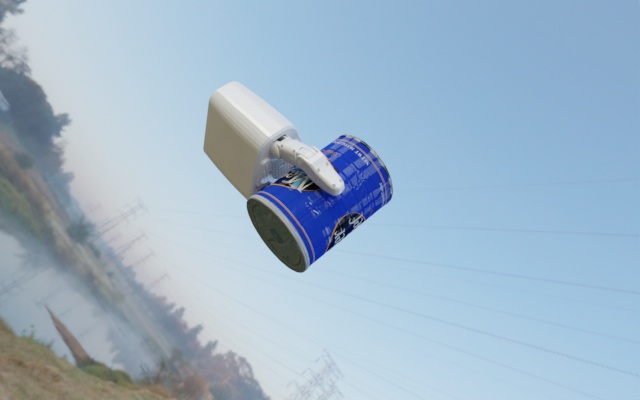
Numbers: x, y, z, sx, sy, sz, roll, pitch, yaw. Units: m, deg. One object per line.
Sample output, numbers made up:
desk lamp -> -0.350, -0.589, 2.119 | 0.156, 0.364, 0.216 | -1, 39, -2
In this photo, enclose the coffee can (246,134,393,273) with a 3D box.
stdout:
coffee can -> 0.000, 0.002, 0.559 | 0.140, 0.103, 0.103 | -37, 17, -24
